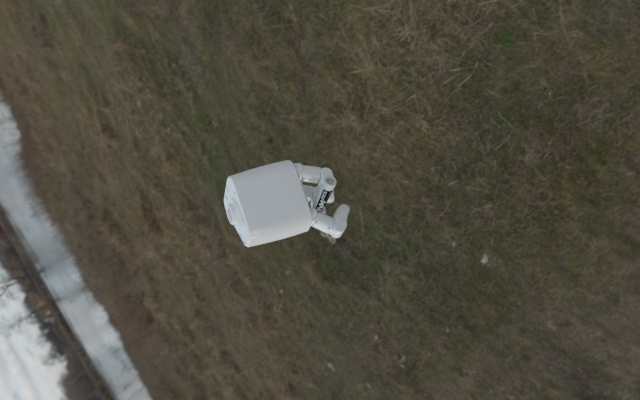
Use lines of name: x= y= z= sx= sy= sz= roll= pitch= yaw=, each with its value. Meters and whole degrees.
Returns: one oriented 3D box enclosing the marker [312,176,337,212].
marker: x=0.000 y=0.002 z=0.753 sx=0.020 sy=0.020 sz=0.121 roll=0 pitch=-32 yaw=-17
